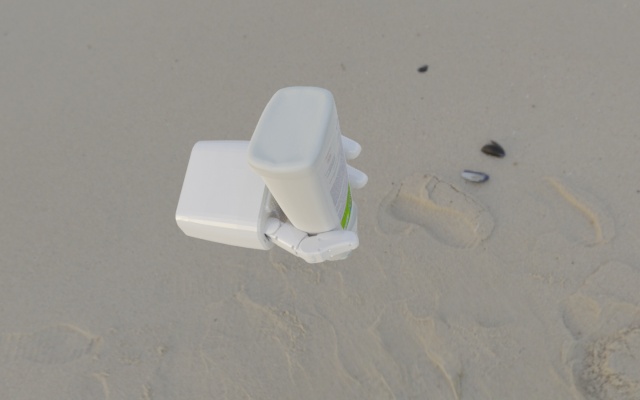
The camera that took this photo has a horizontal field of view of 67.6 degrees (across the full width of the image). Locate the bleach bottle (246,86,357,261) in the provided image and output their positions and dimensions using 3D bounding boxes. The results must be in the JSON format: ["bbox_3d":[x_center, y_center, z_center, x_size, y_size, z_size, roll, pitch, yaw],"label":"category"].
[{"bbox_3d":[0.000,0.002,0.513,0.068,0.102,0.251,6,-32,18],"label":"bleach bottle"}]
